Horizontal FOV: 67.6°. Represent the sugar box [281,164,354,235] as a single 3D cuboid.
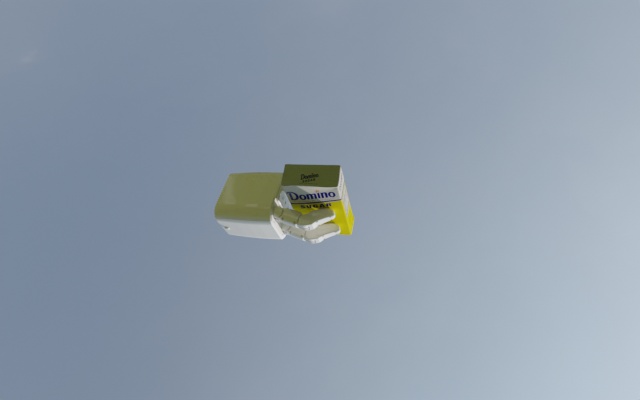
[{"bbox_3d":[0.000,0.003,0.809,0.093,0.048,0.176,2,-26,13],"label":"sugar box"}]
